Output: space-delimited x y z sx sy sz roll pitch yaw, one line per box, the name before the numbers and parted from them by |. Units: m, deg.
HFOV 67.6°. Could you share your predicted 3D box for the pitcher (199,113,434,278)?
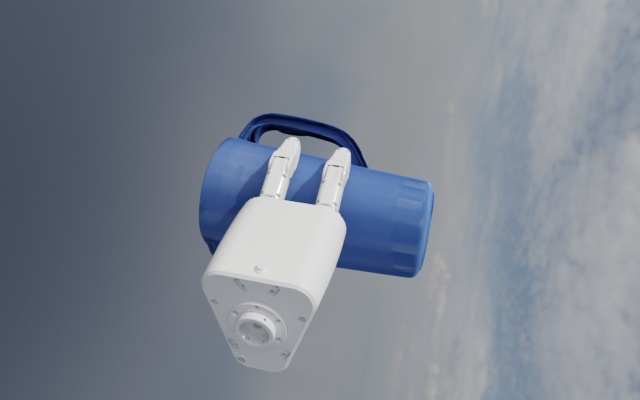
pitcher | 0.000 0.002 0.541 0.243 0.149 0.145 10 31 9
